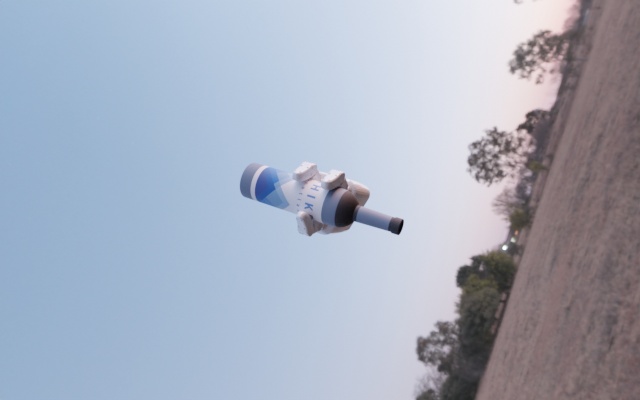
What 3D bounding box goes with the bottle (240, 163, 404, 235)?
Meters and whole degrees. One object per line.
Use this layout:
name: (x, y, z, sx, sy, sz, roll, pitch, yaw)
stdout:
bottle: (0.000, 0.003, 0.824, 0.295, 0.069, 0.069, 17, 7, 23)
